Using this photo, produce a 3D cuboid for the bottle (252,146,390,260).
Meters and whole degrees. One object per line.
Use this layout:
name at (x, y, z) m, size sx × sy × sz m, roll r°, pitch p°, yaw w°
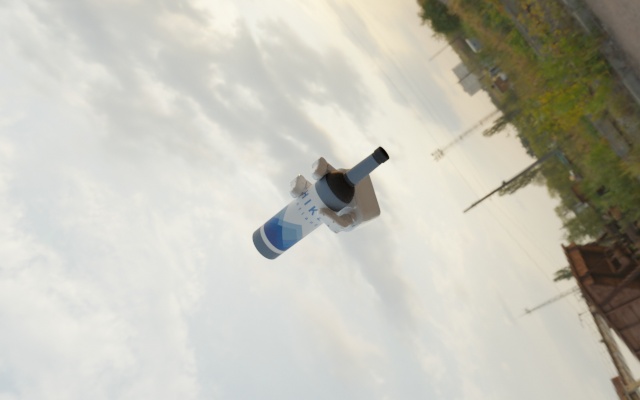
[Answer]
bottle at (0.000, 0.003, 0.847) m, size 0.296 × 0.069 × 0.069 m, roll -38°, pitch -18°, yaw 25°
